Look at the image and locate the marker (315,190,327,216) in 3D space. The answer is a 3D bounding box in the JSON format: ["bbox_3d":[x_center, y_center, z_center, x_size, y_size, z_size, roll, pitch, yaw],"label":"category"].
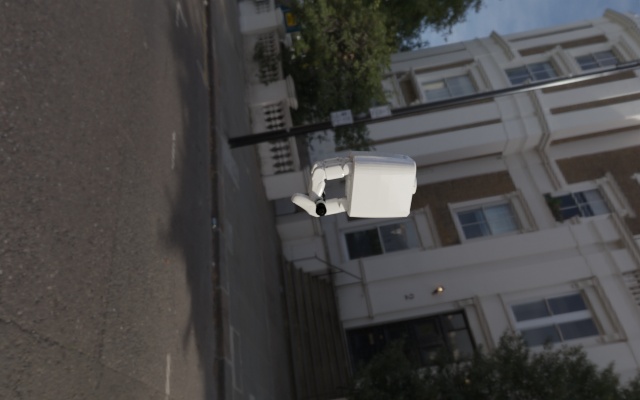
[{"bbox_3d":[0.000,0.003,0.818,0.020,0.020,0.121,0,14,-1],"label":"marker"}]
